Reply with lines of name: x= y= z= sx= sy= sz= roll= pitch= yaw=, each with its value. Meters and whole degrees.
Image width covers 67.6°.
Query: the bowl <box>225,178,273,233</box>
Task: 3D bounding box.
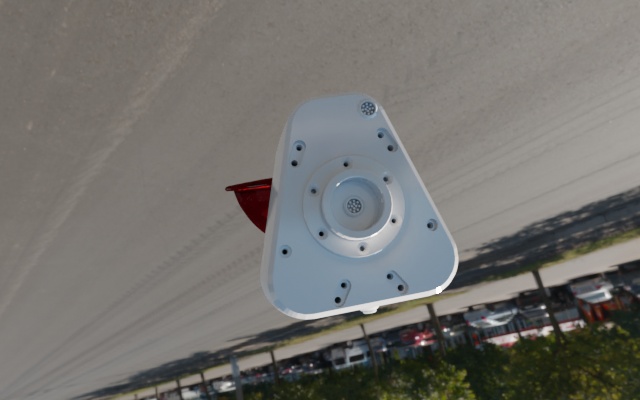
bowl: x=0.000 y=0.002 z=0.427 sx=0.162 sy=0.055 sz=0.162 roll=-9 pitch=5 yaw=1
